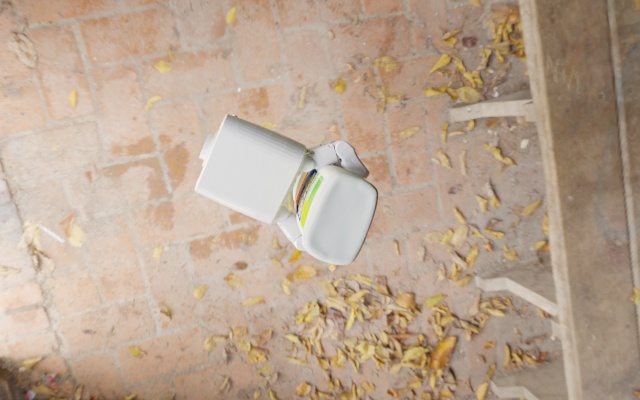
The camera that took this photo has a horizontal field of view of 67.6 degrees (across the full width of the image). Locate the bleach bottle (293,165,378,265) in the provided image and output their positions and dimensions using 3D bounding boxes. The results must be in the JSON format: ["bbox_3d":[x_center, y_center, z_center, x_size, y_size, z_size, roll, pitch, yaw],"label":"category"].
[{"bbox_3d":[0.000,0.002,0.628,0.068,0.102,0.251,21,3,-13],"label":"bleach bottle"}]
